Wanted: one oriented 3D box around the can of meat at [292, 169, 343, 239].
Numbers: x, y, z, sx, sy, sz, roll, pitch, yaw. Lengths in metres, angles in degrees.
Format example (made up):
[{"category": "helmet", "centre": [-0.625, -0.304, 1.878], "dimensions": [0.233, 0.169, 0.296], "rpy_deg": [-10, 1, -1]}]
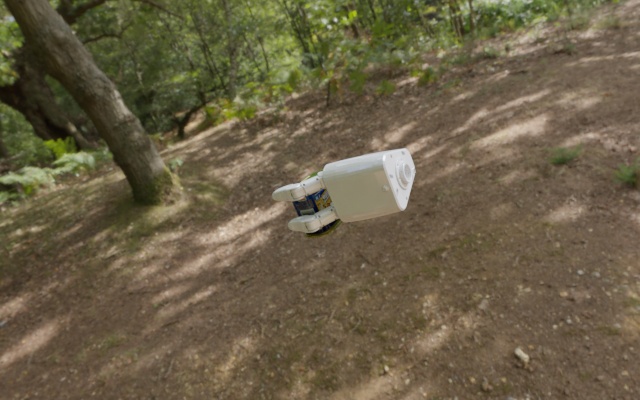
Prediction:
[{"category": "can of meat", "centre": [0.000, 0.002, 0.810], "dimensions": [0.057, 0.084, 0.102], "rpy_deg": [-9, 23, 37]}]
